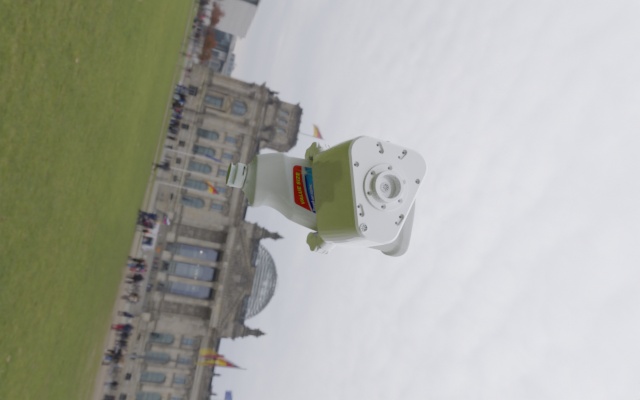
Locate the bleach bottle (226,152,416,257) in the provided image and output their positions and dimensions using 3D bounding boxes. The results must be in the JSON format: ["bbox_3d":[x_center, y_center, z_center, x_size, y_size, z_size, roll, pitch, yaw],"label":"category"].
[{"bbox_3d":[0.000,0.002,0.630,0.251,0.102,0.068,13,-9,-18],"label":"bleach bottle"}]
